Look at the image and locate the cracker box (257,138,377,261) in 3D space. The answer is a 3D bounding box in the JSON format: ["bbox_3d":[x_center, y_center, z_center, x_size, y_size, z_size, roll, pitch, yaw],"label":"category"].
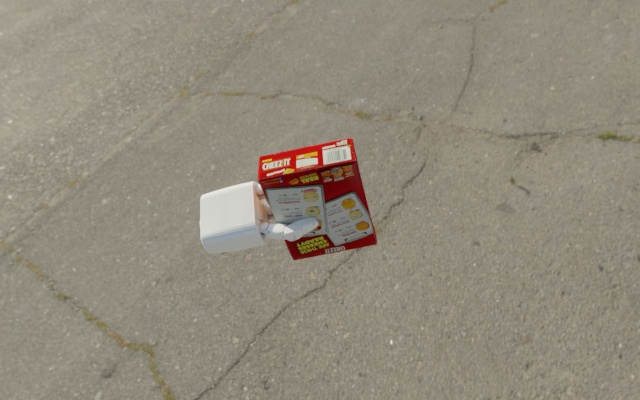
[{"bbox_3d":[0.000,0.003,0.843,0.164,0.072,0.214,-11,-46,8],"label":"cracker box"}]
